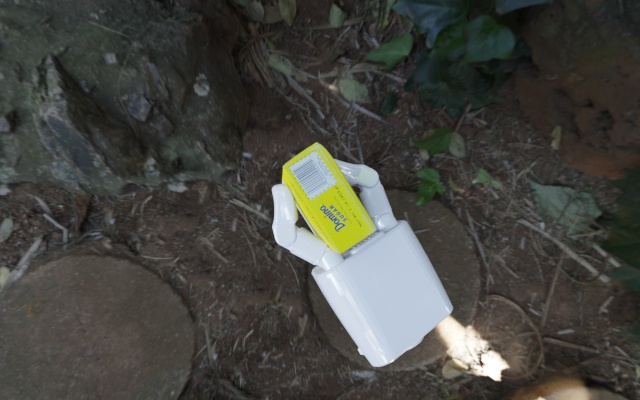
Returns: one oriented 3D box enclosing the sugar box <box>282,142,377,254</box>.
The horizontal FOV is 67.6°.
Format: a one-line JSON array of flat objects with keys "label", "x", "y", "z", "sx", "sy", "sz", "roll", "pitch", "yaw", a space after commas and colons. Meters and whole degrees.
[{"label": "sugar box", "x": 0.000, "y": 0.002, "z": 0.492, "sx": 0.048, "sy": 0.093, "sz": 0.176, "roll": -32, "pitch": 0, "yaw": -8}]
